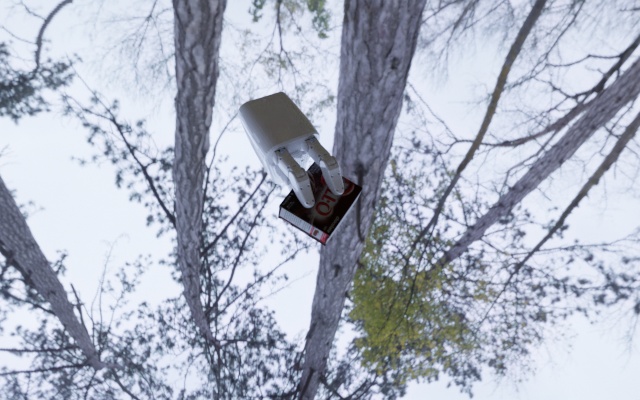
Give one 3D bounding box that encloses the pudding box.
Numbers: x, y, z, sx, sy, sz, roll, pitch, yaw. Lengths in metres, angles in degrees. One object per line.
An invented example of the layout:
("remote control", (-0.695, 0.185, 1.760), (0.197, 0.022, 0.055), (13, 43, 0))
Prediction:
("pudding box", (0.000, 0.002, 0.738), (0.090, 0.113, 0.039), (30, -34, 9))
